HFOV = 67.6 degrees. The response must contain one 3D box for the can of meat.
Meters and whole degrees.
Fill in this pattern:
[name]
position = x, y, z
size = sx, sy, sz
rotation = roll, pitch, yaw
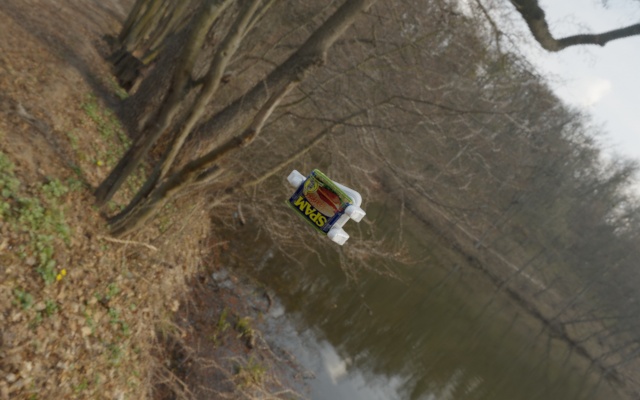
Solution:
[can of meat]
position = 0.000, 0.003, 0.898
size = 0.102, 0.084, 0.057
rotation = 41, 9, 8
